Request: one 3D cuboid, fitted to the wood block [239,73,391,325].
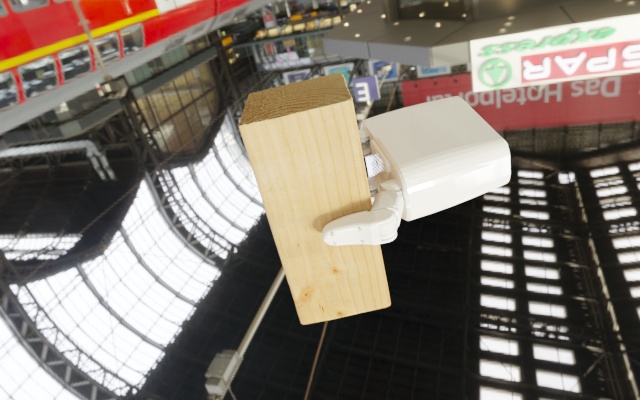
[{"bbox_3d":[0.001,0.002,0.443,0.090,0.206,0.090,-12,28,3],"label":"wood block"}]
